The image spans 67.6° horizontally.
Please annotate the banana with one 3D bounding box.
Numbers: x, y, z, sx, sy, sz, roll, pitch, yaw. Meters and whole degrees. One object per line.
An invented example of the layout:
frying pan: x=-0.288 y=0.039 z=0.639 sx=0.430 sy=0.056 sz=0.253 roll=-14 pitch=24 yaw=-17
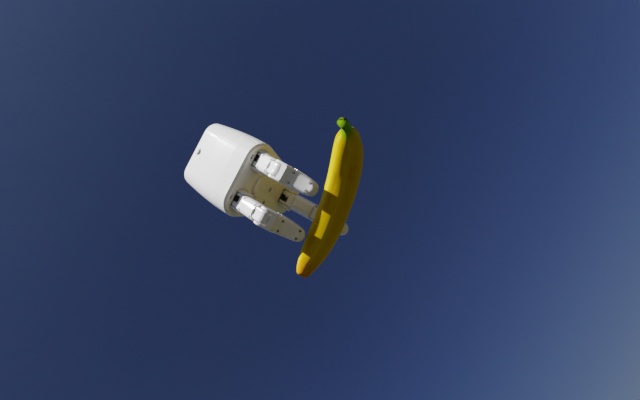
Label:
banana: x=0.013 y=-0.004 z=0.553 sx=0.037 sy=0.198 sz=0.069 roll=29 pitch=27 yaw=33
